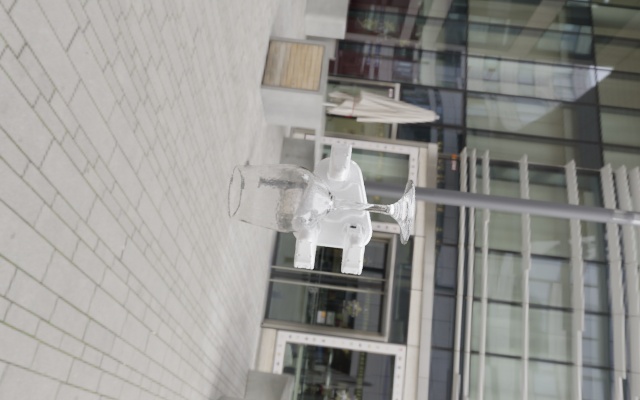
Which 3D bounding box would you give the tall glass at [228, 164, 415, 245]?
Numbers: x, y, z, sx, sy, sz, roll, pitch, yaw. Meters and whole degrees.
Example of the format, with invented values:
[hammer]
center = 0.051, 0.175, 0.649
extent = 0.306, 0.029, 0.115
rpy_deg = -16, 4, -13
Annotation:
[tall glass]
center = 0.001, 0.002, 0.544
extent = 0.201, 0.079, 0.079
rpy_deg = 7, 0, 1
